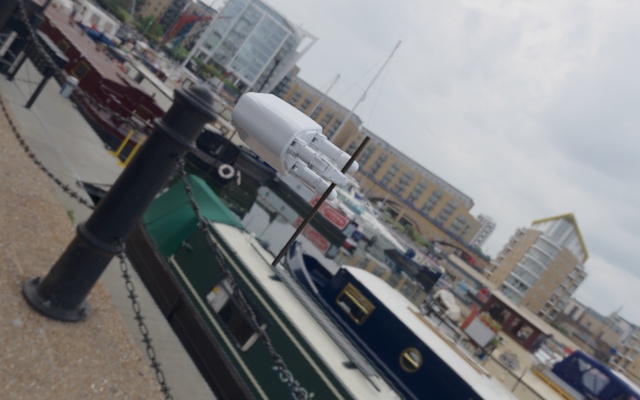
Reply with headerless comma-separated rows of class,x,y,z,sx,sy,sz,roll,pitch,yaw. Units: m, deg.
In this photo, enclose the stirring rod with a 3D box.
stirring rod,0.000,0.002,0.717,0.011,0.239,0.011,37,4,-3
